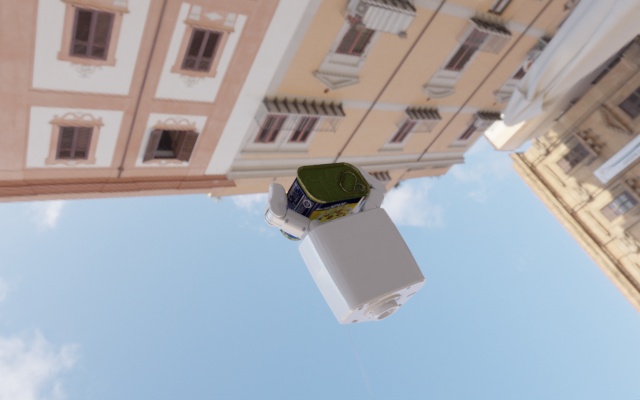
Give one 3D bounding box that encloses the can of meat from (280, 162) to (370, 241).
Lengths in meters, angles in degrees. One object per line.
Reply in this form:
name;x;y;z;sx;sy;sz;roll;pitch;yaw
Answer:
can of meat;0.000;0.002;0.611;0.102;0.057;0.084;-9;-34;-40
